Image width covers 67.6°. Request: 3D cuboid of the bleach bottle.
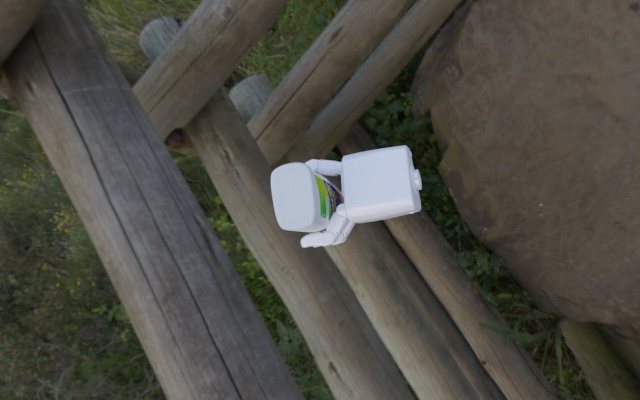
[{"bbox_3d":[0.000,0.003,0.810,0.068,0.102,0.251,-10,-6,18],"label":"bleach bottle"}]
